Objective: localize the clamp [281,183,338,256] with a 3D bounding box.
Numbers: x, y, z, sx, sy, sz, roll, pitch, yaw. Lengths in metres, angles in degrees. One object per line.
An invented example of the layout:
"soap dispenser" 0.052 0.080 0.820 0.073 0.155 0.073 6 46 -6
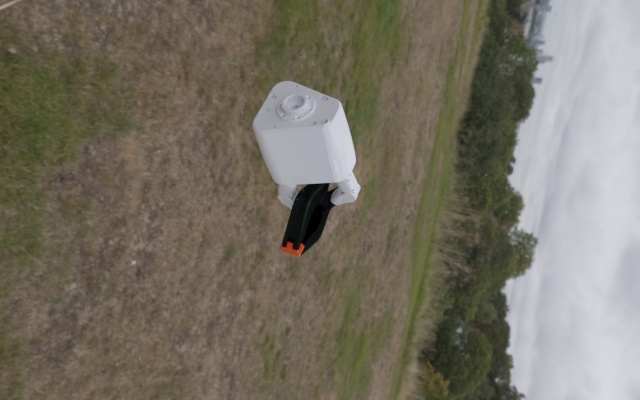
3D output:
"clamp" 0.001 0.003 0.735 0.036 0.210 0.165 11 -31 22
